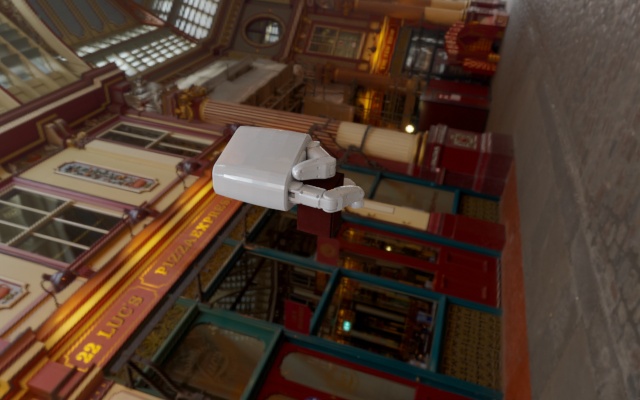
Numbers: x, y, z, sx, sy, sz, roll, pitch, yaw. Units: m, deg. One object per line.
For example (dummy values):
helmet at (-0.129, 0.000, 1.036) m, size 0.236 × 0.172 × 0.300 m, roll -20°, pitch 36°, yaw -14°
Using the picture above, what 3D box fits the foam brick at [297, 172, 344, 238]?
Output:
foam brick at (0.000, 0.002, 0.657) m, size 0.051 × 0.078 × 0.053 m, roll 11°, pitch 32°, yaw 13°
